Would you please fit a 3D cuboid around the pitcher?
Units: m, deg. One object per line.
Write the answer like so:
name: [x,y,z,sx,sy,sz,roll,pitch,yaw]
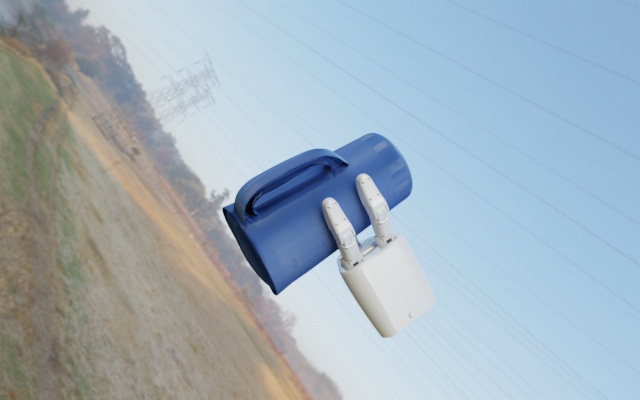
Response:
pitcher: [0.000,0.002,0.636,0.243,0.145,0.149,-32,6,-16]
